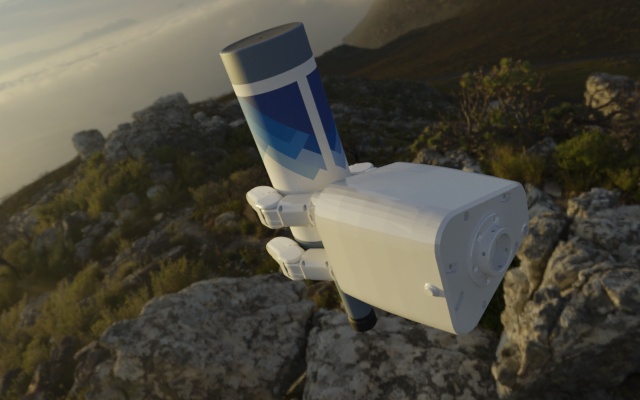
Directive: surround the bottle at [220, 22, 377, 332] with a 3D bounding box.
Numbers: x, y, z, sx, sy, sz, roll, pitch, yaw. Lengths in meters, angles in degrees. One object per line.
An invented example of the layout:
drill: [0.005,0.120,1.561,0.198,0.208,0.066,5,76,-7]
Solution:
bottle: [0.000,0.001,0.423,0.069,0.296,0.069,-16,27,8]
